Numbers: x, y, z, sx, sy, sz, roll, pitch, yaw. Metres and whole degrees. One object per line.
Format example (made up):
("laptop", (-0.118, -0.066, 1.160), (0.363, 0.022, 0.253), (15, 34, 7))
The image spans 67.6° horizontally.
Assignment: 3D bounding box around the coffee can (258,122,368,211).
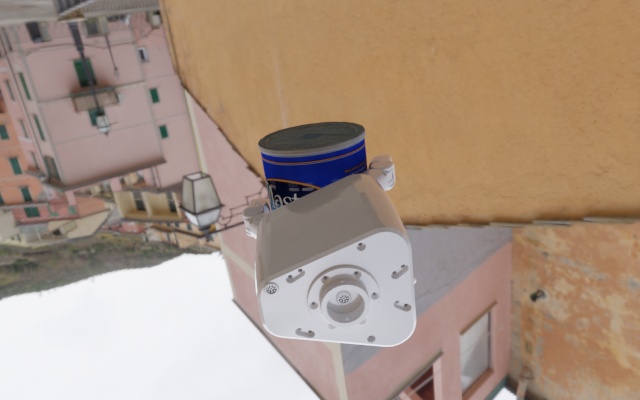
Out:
("coffee can", (0.000, 0.001, 0.479), (0.103, 0.140, 0.102), (-7, 21, 3))
